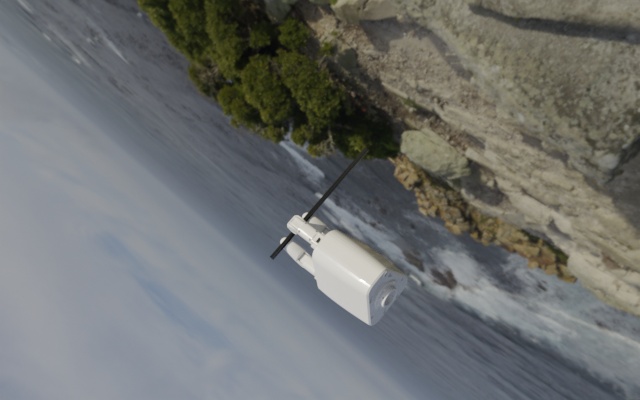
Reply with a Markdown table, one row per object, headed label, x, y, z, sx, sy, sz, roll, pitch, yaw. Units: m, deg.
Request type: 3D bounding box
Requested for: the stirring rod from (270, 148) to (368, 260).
| label | x | y | z | sx | sy | sz | roll | pitch | yaw |
| --- | --- | --- | --- | --- | --- | --- | --- | --- | --- |
| stirring rod | 0.000 | 0.003 | 0.778 | 0.011 | 0.239 | 0.011 | 39 | -12 | 10 |
